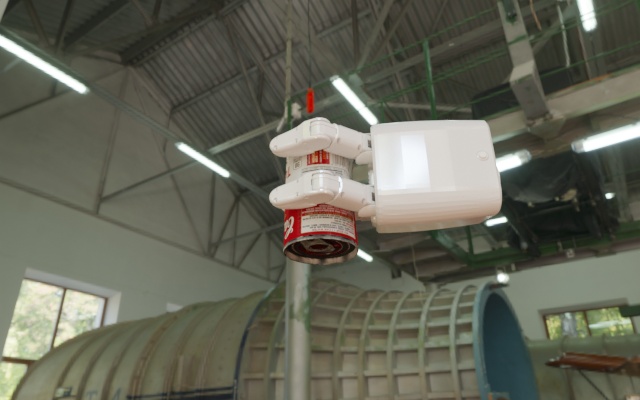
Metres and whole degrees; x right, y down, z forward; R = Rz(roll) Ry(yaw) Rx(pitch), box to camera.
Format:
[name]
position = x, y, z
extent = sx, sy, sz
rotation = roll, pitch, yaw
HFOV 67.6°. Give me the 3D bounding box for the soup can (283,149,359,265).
[soup can]
position = 0.000, 0.001, 0.451
extent = 0.068, 0.102, 0.068
rotation = 0, -26, 0
